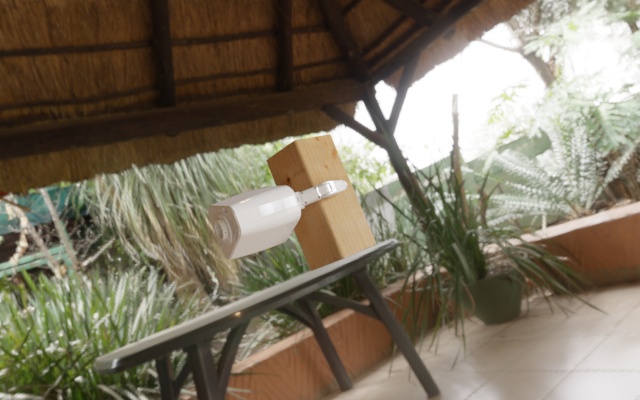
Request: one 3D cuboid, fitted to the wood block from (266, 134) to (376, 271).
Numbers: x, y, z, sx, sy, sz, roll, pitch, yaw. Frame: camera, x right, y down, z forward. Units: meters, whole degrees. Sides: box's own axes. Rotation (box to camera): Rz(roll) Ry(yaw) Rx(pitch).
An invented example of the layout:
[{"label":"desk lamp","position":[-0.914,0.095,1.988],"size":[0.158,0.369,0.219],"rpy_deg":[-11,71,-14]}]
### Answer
[{"label":"wood block","position":[0.000,0.003,0.816],"size":[0.090,0.206,0.091],"rpy_deg":[-17,-8,-44]}]
